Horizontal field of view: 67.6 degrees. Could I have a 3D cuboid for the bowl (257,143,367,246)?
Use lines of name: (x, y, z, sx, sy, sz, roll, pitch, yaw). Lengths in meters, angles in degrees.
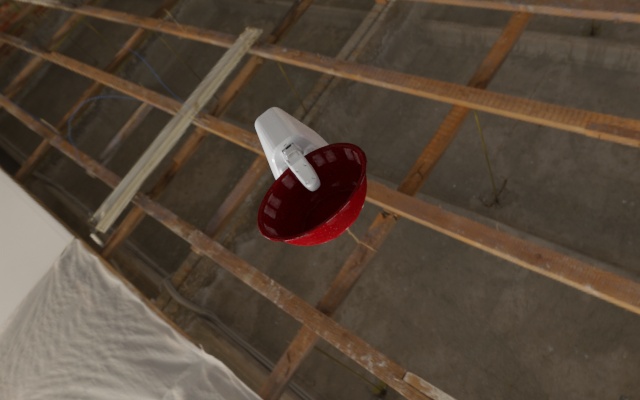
bowl: (0.000, 0.003, 0.603, 0.162, 0.162, 0.055, 0, -41, 45)
